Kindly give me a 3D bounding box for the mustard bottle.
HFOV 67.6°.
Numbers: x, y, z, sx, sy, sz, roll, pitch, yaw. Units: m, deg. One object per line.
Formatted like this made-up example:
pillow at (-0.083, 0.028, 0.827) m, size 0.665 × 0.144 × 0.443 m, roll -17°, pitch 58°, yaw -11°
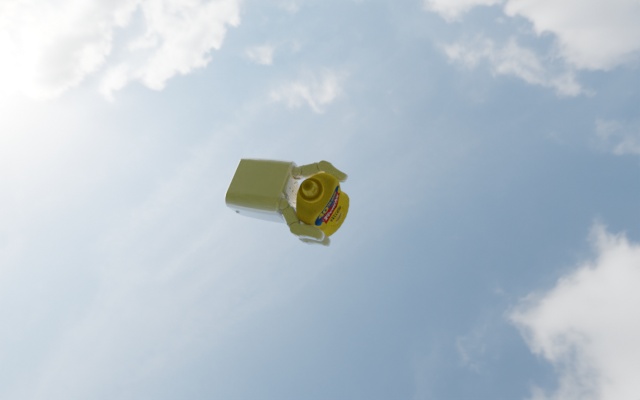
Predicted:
mustard bottle at (0.000, 0.003, 0.840) m, size 0.058 × 0.096 × 0.192 m, roll 31°, pitch -7°, yaw 20°
